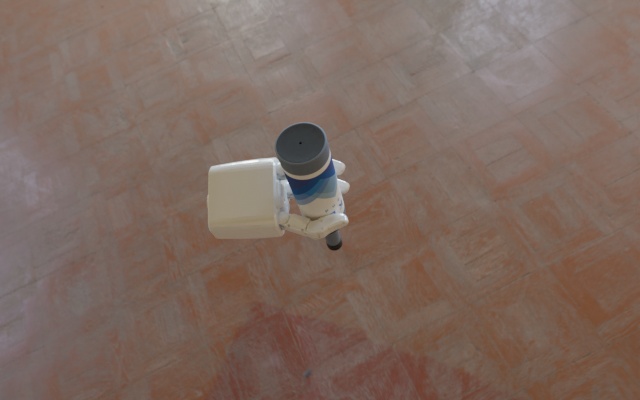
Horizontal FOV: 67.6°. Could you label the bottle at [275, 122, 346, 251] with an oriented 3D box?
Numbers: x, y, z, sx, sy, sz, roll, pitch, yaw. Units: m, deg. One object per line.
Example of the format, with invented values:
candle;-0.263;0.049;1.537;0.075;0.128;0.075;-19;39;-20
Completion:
bottle;0.000;0.002;0.717;0.069;0.069;0.296;0;-30;11
